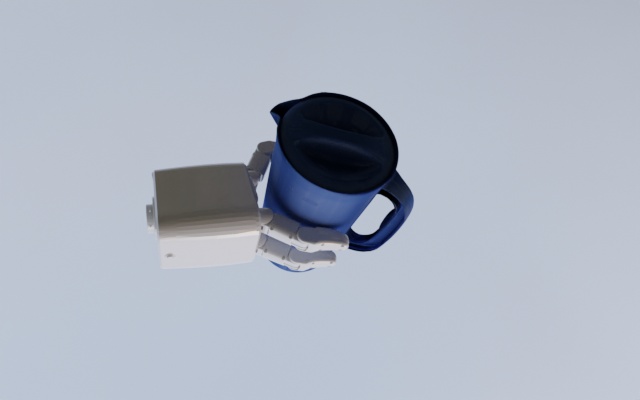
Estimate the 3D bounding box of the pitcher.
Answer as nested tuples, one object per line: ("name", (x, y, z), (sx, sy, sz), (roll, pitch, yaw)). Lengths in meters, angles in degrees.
("pitcher", (0.000, 0.002, 0.588), (0.145, 0.149, 0.243), (-4, -30, -19))
